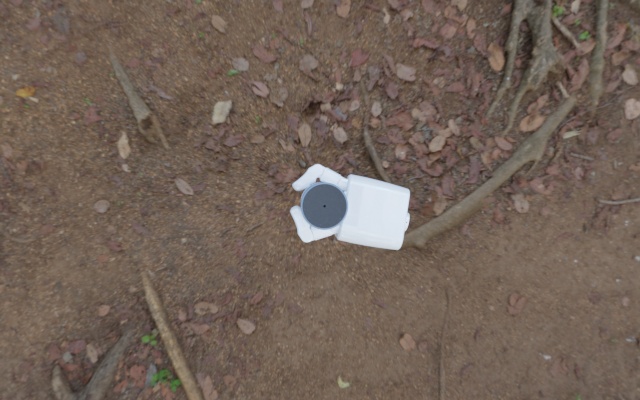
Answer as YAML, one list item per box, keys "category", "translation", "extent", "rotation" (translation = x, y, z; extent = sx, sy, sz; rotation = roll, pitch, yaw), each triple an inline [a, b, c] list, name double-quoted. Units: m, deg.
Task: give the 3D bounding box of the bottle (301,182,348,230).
- category: "bottle"
  translation: [0.000, 0.003, 0.807]
  extent: [0.069, 0.069, 0.295]
  rotation: [0, 2, -2]
